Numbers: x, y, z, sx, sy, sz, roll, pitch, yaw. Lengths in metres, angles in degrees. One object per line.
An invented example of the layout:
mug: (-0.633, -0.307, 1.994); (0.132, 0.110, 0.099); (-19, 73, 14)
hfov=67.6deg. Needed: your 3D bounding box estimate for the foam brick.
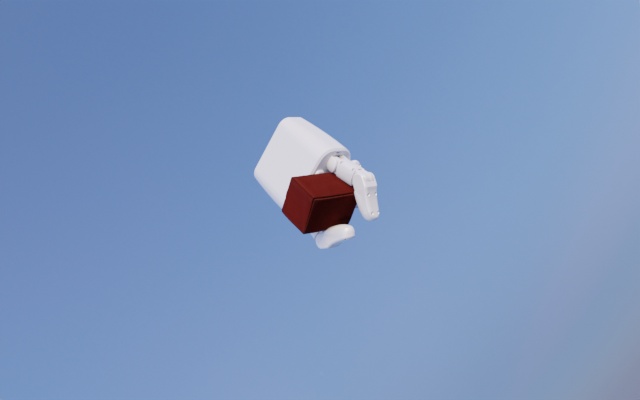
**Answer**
foam brick: (0.000, 0.002, 0.594); (0.078, 0.053, 0.051); (-9, 39, -40)
